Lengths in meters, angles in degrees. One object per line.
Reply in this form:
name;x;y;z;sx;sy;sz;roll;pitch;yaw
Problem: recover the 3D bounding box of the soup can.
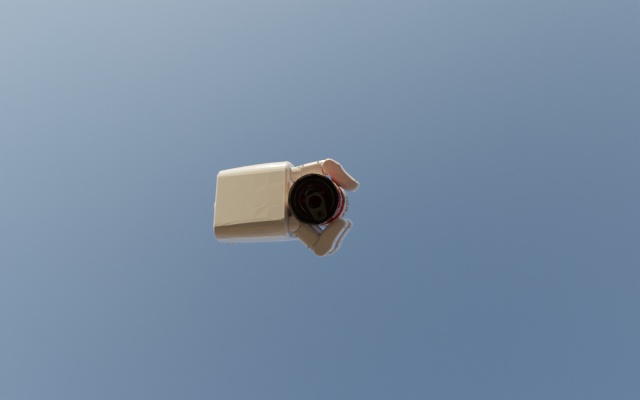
soup can;0.001;0.002;0.664;0.068;0.068;0.102;0;-4;11
